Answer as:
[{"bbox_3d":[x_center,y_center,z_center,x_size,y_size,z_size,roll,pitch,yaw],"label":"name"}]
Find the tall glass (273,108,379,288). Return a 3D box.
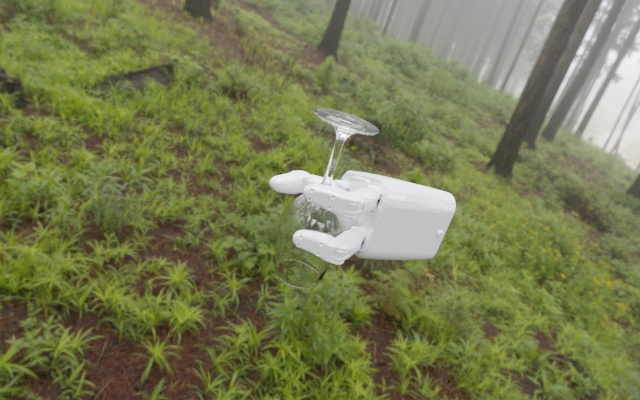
[{"bbox_3d":[0.000,0.001,0.550,0.079,0.201,0.079,16,22,-6],"label":"tall glass"}]
